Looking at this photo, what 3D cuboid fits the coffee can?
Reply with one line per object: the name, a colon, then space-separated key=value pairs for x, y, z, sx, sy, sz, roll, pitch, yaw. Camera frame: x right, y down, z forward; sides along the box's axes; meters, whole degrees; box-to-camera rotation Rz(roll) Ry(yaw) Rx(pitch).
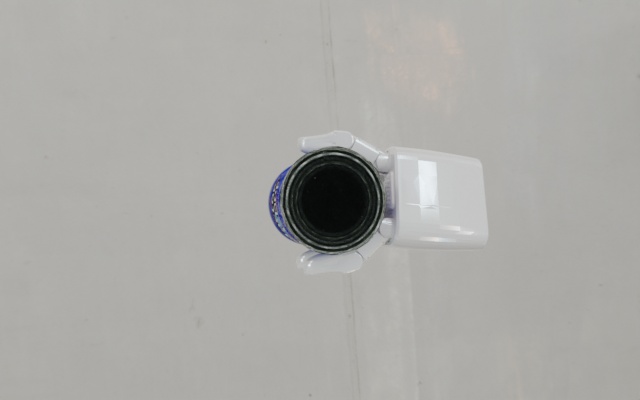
coffee can: x=0.000 y=0.002 z=0.513 sx=0.103 sy=0.103 sz=0.140 roll=0 pitch=-1 yaw=-11
